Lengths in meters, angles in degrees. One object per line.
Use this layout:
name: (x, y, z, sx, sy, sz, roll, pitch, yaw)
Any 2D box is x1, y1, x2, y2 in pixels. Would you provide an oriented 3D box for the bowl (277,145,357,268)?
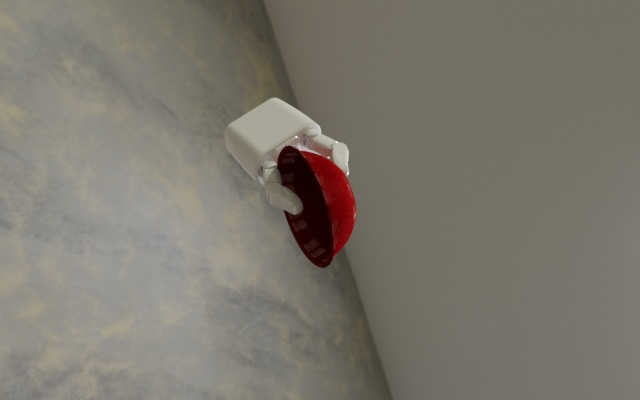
bowl: (0.001, 0.003, 0.616, 0.055, 0.162, 0.162, -17, 6, -22)
